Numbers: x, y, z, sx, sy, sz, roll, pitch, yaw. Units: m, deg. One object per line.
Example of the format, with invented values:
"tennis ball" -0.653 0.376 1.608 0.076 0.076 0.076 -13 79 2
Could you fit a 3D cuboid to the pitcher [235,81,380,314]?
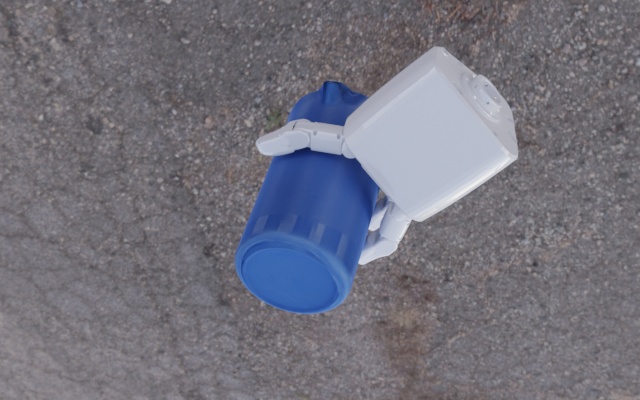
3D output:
"pitcher" 0.000 0.002 0.514 0.149 0.242 0.145 40 -50 -19
